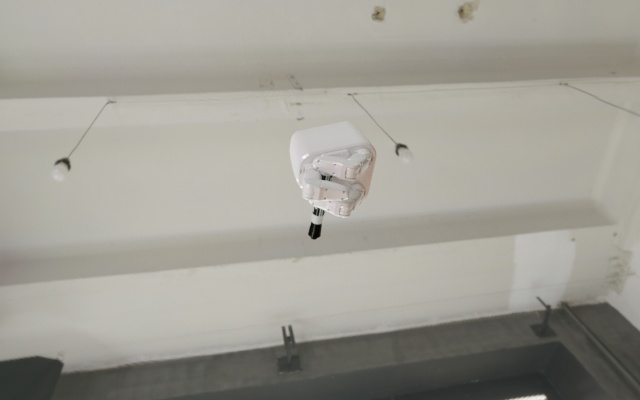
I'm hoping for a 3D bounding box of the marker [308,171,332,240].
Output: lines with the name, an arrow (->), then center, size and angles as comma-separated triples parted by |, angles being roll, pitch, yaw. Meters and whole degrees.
marker -> 0.000, 0.002, 0.674 | 0.020, 0.121, 0.020 | 8, 27, -4
